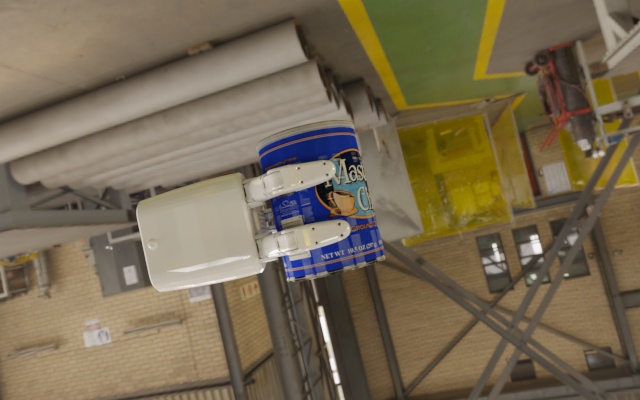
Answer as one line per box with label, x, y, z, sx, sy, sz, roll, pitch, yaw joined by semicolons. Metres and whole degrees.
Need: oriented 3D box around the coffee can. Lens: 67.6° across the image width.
coffee can;0.000;0.001;0.485;0.103;0.140;0.103;-13;-4;-1
